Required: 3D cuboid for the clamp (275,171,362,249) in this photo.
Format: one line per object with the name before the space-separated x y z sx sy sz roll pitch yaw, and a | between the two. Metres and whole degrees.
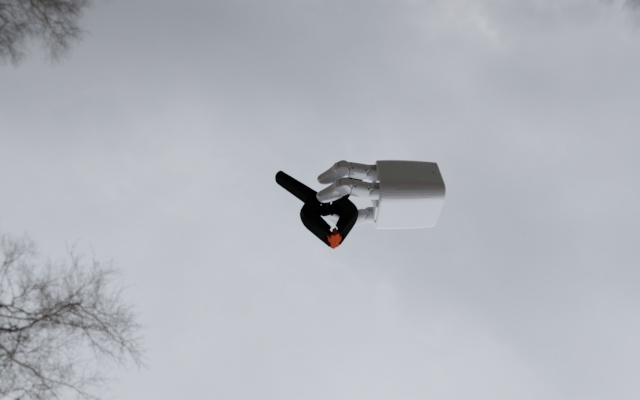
clamp | 0.000 0.004 0.803 0.164 0.036 0.209 -1 35 0
